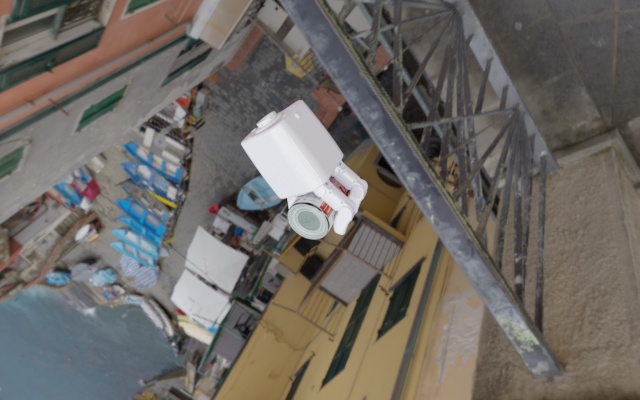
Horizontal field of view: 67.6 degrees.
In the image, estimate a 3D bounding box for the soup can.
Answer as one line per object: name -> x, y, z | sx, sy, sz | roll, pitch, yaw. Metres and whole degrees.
soup can -> 0.000, 0.003, 0.728 | 0.068, 0.068, 0.102 | 0, 35, 27
